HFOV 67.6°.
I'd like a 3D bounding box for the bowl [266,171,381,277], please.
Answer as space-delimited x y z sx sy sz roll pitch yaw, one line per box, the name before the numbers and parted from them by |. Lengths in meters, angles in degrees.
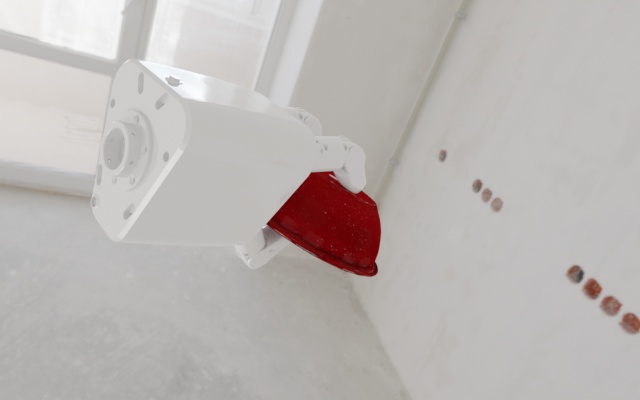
bowl | 0.001 0.001 0.448 0.162 0.055 0.162 32 9 -6
